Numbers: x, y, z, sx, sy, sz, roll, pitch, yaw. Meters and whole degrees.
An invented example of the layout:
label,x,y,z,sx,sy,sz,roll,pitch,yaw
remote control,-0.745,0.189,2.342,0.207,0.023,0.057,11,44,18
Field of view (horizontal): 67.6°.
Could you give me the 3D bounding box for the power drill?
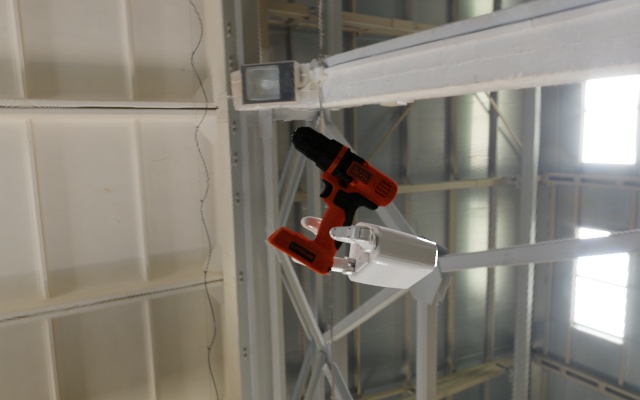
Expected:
label,x,y,z,sx,sy,sz,roll,pitch,yaw
power drill,0.000,0.003,0.727,0.184,0.187,0.057,33,-2,-2
